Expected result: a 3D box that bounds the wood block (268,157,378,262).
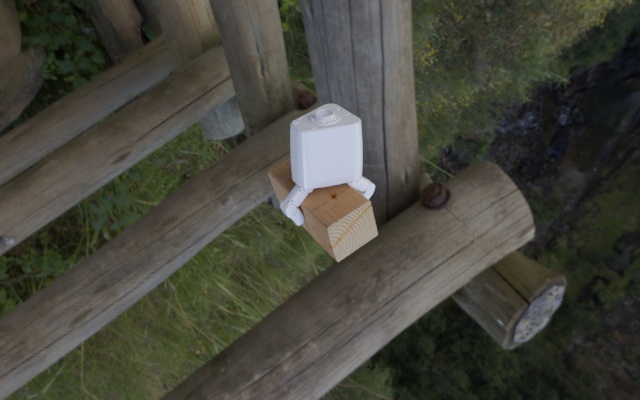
[{"bbox_3d":[0.000,0.003,0.864,0.091,0.090,0.206,-32,44,-16],"label":"wood block"}]
